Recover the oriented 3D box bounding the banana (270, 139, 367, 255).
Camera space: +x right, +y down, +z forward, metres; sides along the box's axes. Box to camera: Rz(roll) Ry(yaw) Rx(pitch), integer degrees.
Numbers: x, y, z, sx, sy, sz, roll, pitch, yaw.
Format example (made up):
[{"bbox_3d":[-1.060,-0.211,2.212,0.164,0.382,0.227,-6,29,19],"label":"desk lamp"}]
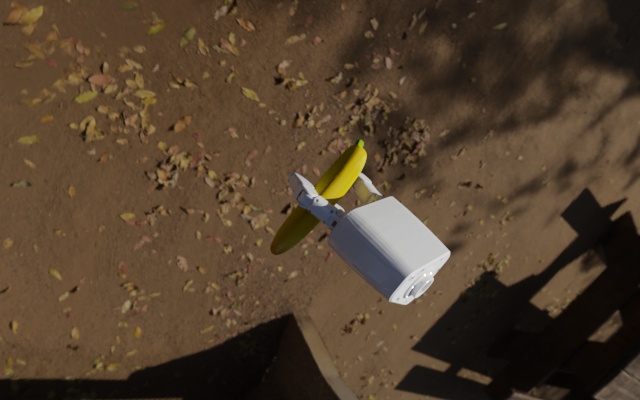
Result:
[{"bbox_3d":[0.002,-0.002,0.625,0.037,0.198,0.069,40,-3,3],"label":"banana"}]
